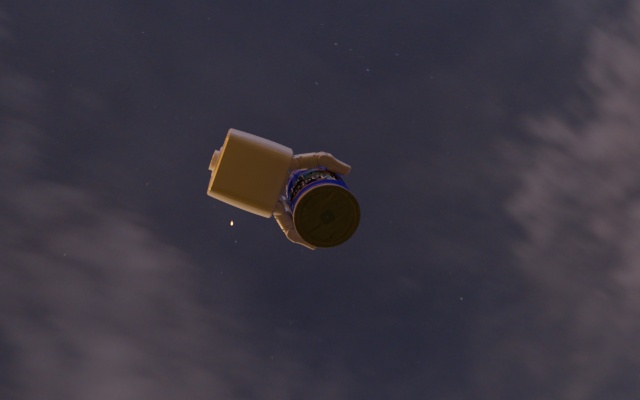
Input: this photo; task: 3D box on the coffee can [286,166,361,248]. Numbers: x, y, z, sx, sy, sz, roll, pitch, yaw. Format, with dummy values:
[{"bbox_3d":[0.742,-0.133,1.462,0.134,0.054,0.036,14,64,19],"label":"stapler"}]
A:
[{"bbox_3d":[0.000,0.003,0.782,0.103,0.103,0.140,0,19,-9],"label":"coffee can"}]
